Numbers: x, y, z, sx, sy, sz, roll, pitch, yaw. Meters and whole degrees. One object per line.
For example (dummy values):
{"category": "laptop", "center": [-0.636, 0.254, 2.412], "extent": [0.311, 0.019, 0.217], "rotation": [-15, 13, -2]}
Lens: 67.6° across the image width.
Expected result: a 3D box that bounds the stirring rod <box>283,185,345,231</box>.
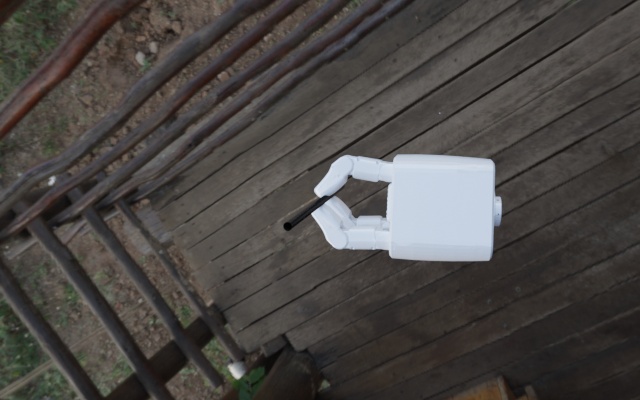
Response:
{"category": "stirring rod", "center": [0.000, 0.002, 0.530], "extent": [0.011, 0.011, 0.239], "rotation": [0, 10, 14]}
